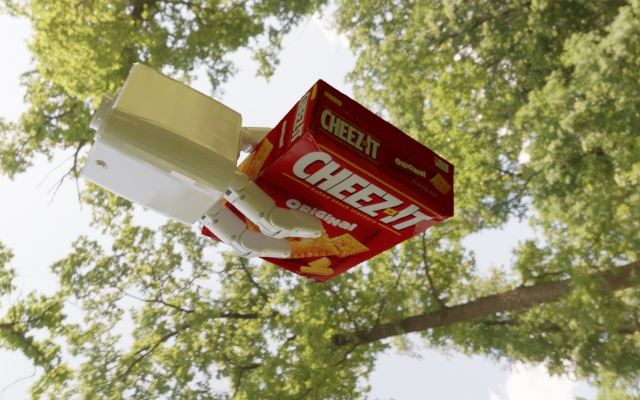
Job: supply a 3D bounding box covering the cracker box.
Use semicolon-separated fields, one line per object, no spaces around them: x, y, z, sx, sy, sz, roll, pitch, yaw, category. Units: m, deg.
0.000;0.002;0.486;0.164;0.072;0.214;27;-39;-24;cracker box
